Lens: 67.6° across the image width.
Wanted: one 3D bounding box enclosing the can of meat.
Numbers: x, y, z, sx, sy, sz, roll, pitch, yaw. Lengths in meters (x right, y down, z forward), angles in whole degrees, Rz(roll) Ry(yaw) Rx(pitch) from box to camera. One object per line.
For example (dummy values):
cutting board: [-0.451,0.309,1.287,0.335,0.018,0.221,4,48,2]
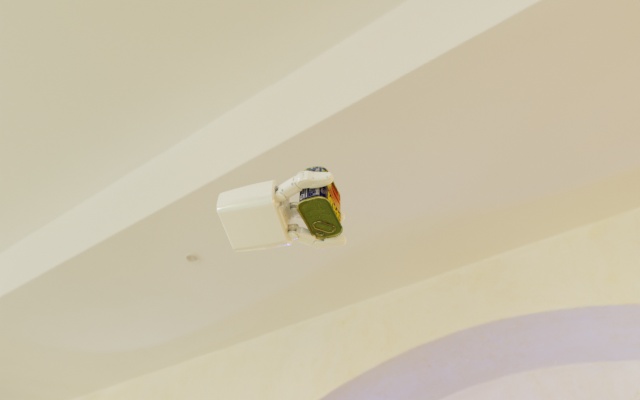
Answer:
can of meat: [0.000,0.002,0.831,0.057,0.083,0.102,-14,-46,15]
